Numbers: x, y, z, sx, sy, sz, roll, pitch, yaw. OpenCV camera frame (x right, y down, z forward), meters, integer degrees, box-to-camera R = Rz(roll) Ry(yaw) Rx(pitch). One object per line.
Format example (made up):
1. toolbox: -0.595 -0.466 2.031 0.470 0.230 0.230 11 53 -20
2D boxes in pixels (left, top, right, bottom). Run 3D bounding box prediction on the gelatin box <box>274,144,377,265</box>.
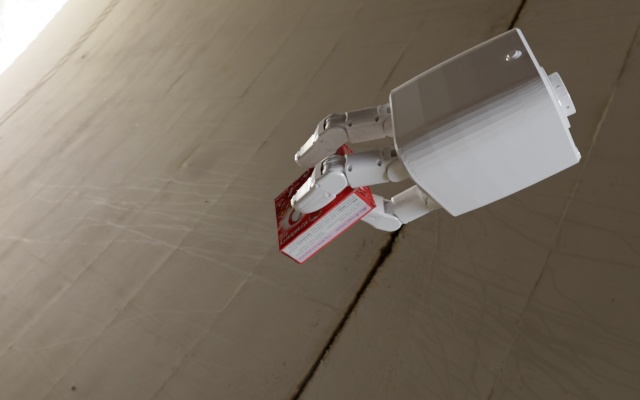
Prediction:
1. gelatin box: 0.000 0.002 0.420 0.089 0.073 0.030 -40 -56 20
